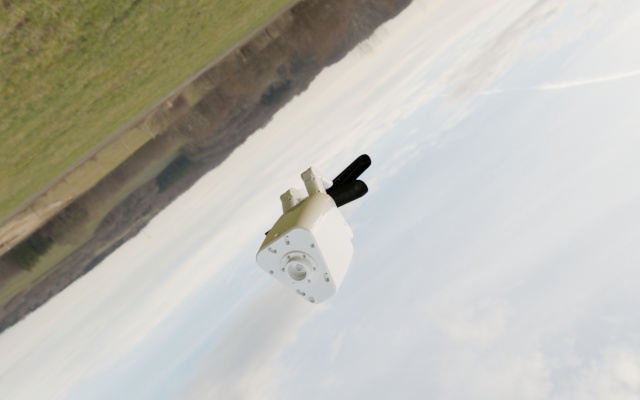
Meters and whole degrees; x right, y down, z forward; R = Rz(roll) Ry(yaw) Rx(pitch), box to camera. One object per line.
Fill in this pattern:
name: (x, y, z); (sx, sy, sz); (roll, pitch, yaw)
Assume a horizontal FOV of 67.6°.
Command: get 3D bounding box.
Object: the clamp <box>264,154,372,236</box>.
clamp: (0.000, 0.003, 0.763); (0.210, 0.036, 0.164); (-35, 11, 25)
